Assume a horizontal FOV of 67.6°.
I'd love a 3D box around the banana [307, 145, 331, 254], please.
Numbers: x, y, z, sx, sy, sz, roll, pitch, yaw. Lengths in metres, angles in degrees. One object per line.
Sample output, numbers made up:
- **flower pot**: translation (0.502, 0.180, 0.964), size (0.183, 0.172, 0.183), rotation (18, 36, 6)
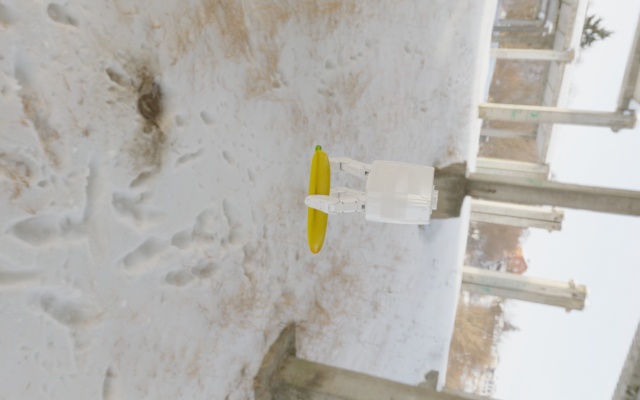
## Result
- **banana**: translation (-0.002, 0.000, 0.838), size (0.037, 0.198, 0.069), rotation (4, 2, 6)
